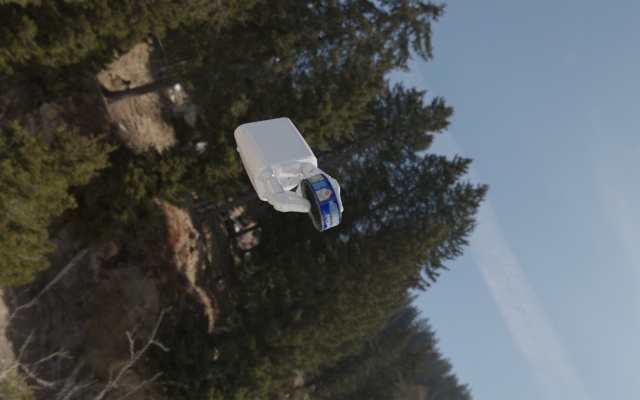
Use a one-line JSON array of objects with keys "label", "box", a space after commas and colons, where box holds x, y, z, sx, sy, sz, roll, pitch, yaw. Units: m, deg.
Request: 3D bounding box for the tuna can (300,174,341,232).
[{"label": "tuna can", "box": [0.001, 0.002, 0.739, 0.034, 0.086, 0.086, -20, 5, -13]}]
